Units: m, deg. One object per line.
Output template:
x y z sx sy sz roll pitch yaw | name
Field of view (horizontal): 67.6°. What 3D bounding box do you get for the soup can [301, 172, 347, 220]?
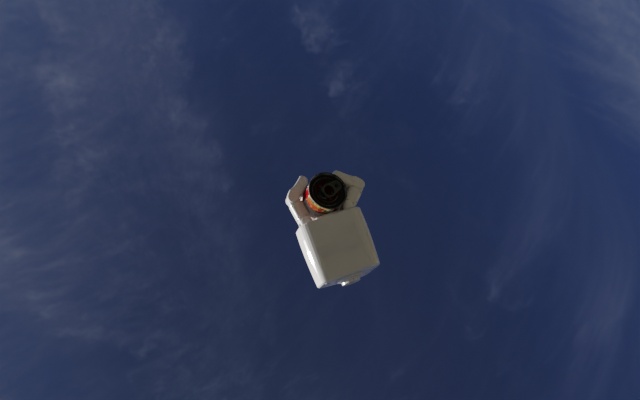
0.000 0.002 0.845 0.068 0.068 0.102 0 -23 -16 | soup can
